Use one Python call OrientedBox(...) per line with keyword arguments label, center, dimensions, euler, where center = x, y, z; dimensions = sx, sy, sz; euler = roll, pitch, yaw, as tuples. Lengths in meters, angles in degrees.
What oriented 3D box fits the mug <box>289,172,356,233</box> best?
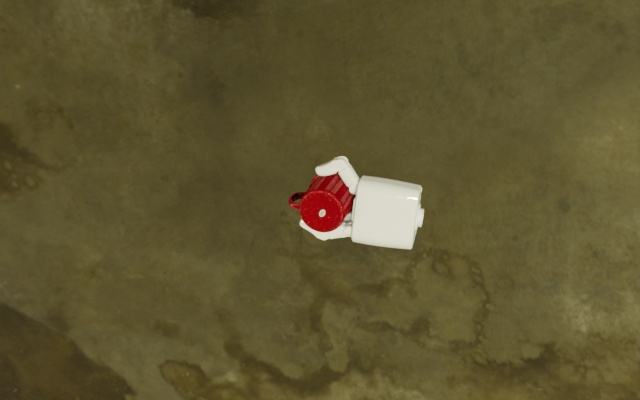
OrientedBox(label="mug", center=(-0.001, 0.003, 0.844), dimensions=(0.117, 0.093, 0.081), euler=(7, 25, 15))
